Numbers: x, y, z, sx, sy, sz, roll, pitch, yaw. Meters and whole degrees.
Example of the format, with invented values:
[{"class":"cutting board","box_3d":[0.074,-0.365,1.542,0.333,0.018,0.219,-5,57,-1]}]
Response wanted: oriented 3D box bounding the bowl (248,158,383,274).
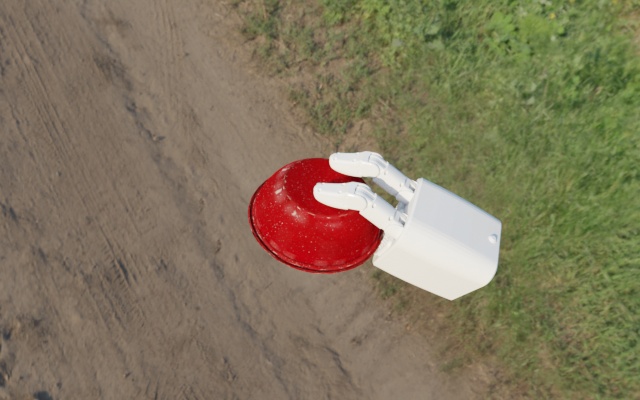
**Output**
[{"class":"bowl","box_3d":[-0.001,0.001,0.545,0.162,0.162,0.055,0,-42,-13]}]
